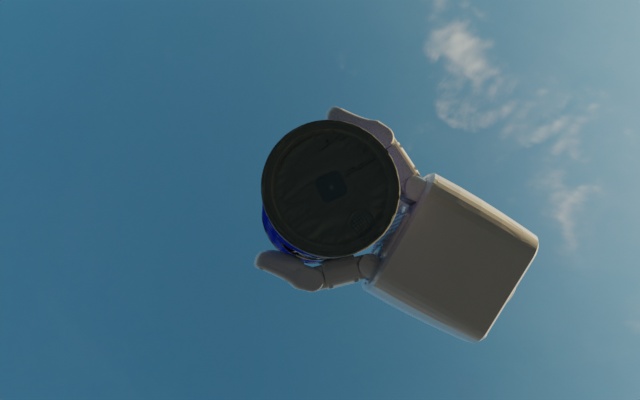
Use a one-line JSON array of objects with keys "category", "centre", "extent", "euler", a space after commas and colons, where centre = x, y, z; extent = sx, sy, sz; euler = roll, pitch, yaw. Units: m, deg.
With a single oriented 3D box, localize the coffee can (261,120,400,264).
[{"category": "coffee can", "centre": [0.000, 0.001, 0.414], "extent": [0.103, 0.103, 0.140], "euler": [0, -9, -7]}]
